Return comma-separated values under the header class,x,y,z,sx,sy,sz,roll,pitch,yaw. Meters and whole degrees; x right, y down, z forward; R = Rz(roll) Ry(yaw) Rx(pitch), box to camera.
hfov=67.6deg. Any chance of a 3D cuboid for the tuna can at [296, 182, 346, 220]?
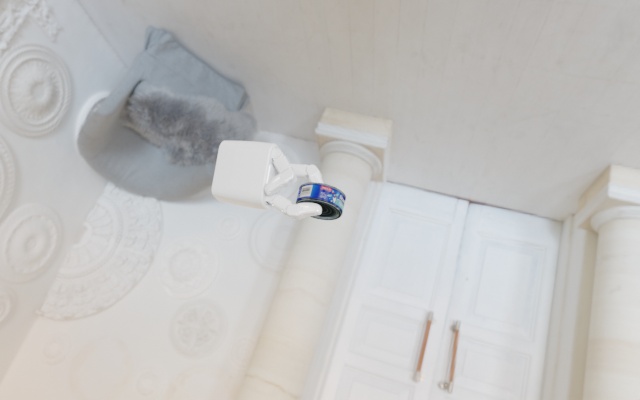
class,x,y,z,sx,sy,sz,roll,pitch,yaw
tuna can,0.000,0.003,0.841,0.086,0.033,0.086,11,-24,5
